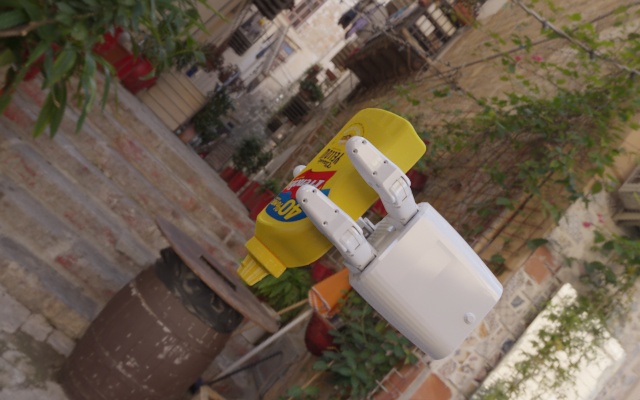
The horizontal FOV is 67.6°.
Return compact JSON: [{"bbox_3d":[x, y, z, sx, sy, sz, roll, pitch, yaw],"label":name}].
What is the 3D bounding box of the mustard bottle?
[{"bbox_3d":[0.000,0.001,0.428,0.058,0.191,0.096,49,-9,-28],"label":"mustard bottle"}]
